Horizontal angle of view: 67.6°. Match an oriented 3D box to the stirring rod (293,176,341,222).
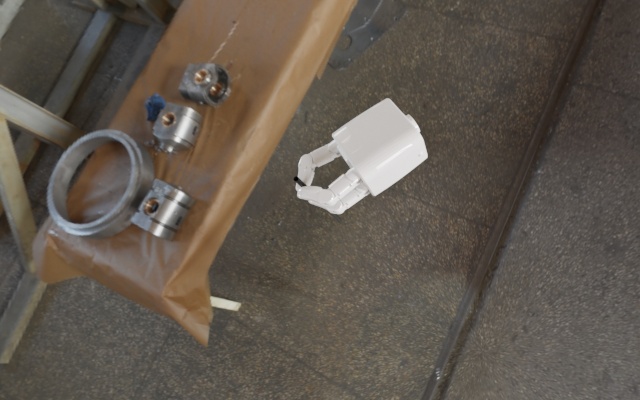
[{"bbox_3d":[0.000,0.003,0.815,0.011,0.011,0.240,0,-17,18],"label":"stirring rod"}]
